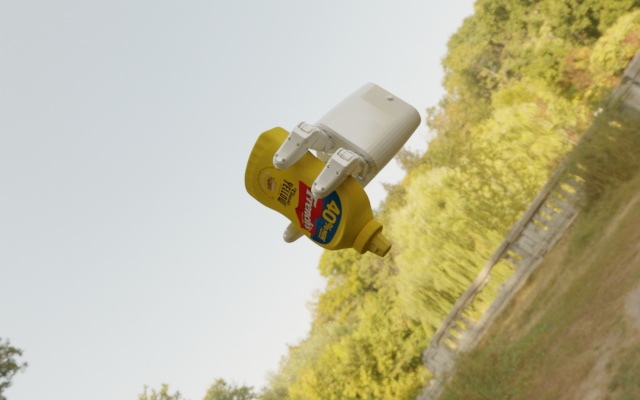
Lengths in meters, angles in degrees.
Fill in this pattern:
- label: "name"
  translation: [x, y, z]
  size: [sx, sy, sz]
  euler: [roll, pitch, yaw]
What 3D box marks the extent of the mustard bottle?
- label: "mustard bottle"
  translation: [0.000, 0.002, 0.550]
  size: [0.191, 0.096, 0.058]
  euler: [36, 38, 18]
